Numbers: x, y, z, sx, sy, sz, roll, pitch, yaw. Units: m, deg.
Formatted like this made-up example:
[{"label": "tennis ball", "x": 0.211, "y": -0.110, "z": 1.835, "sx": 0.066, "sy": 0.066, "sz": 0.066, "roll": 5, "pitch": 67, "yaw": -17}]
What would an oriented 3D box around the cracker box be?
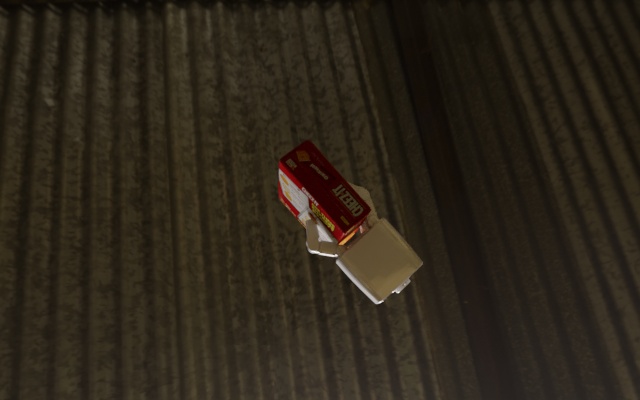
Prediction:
[{"label": "cracker box", "x": 0.000, "y": 0.003, "z": 0.874, "sx": 0.072, "sy": 0.164, "sz": 0.214, "roll": -40, "pitch": -9, "yaw": -15}]
